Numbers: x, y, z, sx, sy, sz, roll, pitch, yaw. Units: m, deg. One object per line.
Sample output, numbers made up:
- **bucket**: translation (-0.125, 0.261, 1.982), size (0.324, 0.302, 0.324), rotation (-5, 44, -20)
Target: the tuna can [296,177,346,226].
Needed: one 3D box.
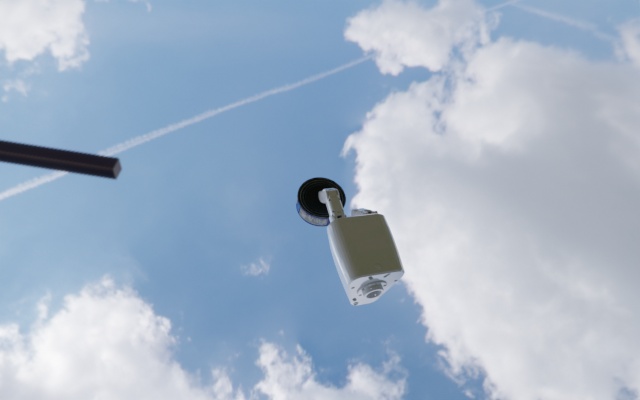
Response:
- **tuna can**: translation (0.000, 0.003, 0.844), size (0.086, 0.086, 0.034), rotation (0, -34, -10)
